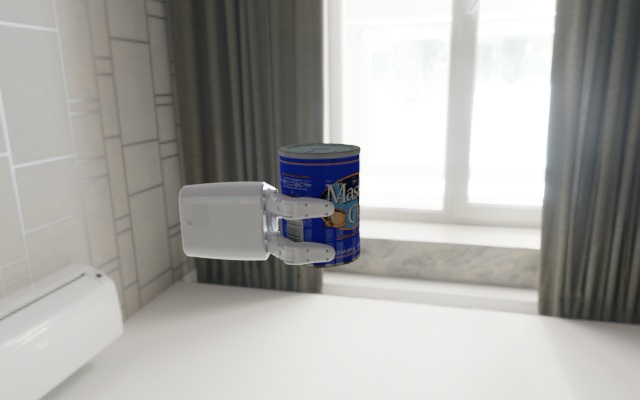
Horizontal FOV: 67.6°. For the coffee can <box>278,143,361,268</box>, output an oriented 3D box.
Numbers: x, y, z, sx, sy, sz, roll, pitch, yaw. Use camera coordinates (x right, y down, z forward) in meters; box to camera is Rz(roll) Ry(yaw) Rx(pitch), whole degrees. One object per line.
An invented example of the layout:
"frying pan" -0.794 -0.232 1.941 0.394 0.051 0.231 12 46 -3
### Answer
"coffee can" 0.000 0.002 0.609 0.103 0.140 0.102 -1 13 0
